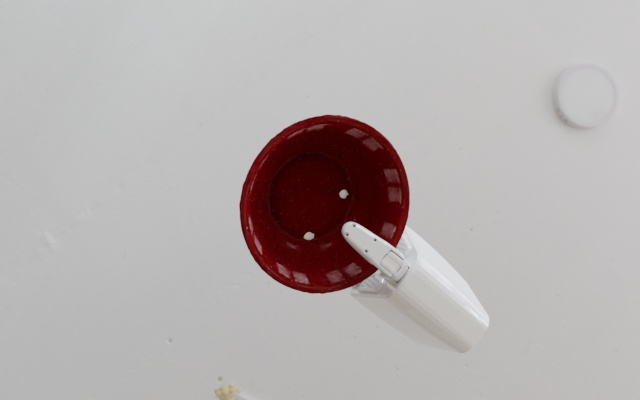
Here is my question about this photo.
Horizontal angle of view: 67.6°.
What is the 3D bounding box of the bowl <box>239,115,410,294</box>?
[{"bbox_3d":[-0.001,0.000,0.447,0.162,0.162,0.055,0,11,-20],"label":"bowl"}]
